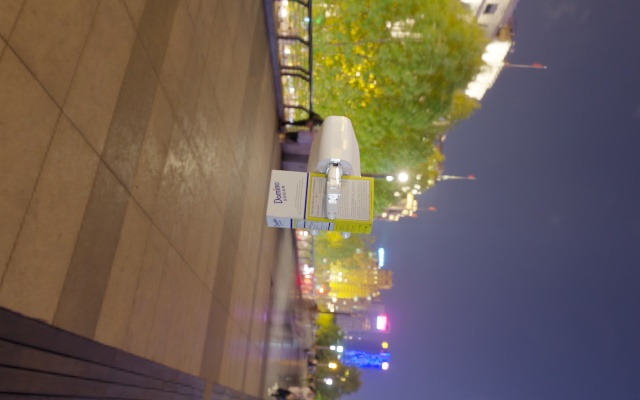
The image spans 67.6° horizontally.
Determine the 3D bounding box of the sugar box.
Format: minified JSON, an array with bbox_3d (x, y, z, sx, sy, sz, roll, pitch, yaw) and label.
[{"bbox_3d":[0.000,0.003,0.809,0.176,0.093,0.048,4,-30,1],"label":"sugar box"}]
